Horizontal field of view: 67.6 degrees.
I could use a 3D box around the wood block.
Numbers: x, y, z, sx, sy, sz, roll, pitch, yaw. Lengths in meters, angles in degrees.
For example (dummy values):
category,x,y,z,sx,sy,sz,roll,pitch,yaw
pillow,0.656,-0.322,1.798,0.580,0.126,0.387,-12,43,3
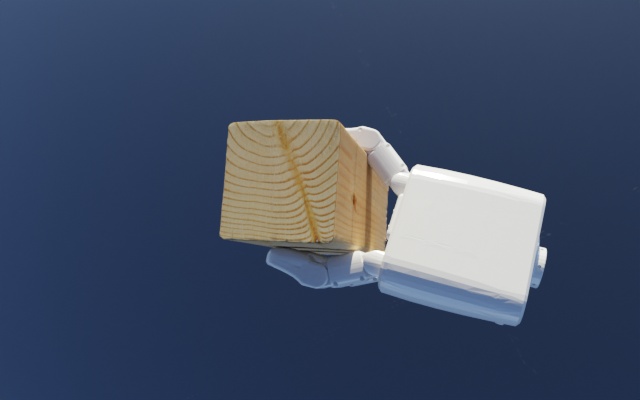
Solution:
category,x,y,z,sx,sy,sz,roll,pitch,yaw
wood block,0.000,0.001,0.438,0.090,0.091,0.206,1,-9,18
